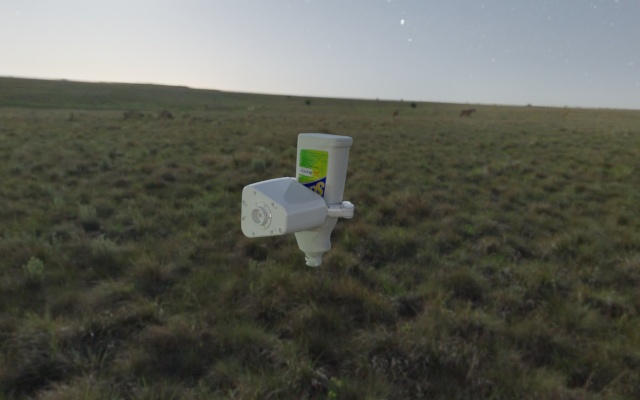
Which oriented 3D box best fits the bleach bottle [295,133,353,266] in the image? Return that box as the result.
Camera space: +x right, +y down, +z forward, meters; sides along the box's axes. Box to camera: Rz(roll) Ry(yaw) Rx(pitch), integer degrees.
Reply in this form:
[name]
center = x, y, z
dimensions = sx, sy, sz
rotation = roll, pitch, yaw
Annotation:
[bleach bottle]
center = 0.000, 0.003, 0.900
dimensions = 0.102, 0.251, 0.068
rotation = 12, 15, 35
